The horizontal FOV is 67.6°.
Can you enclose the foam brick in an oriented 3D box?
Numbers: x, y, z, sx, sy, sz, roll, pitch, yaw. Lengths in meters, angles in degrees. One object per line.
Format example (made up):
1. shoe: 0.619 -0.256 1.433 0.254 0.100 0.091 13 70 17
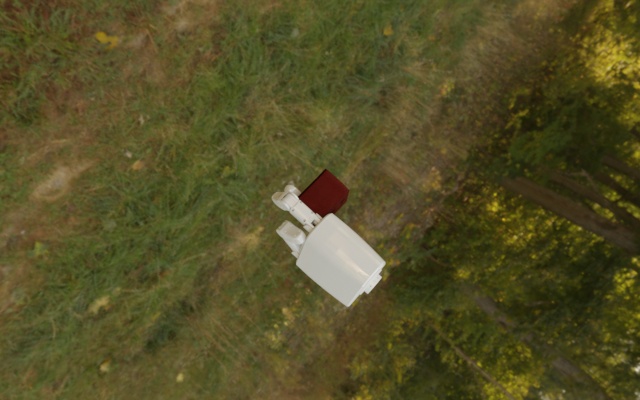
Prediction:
1. foam brick: 0.000 0.002 0.735 0.051 0.078 0.053 40 -17 13
